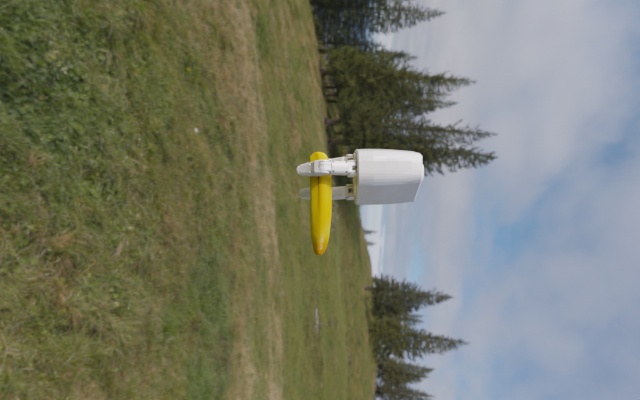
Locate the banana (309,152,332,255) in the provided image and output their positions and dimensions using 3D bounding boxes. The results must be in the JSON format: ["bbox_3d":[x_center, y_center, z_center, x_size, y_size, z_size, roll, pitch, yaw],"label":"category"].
[{"bbox_3d":[0.000,-0.009,0.809,0.037,0.197,0.070,-1,-28,-1],"label":"banana"}]
